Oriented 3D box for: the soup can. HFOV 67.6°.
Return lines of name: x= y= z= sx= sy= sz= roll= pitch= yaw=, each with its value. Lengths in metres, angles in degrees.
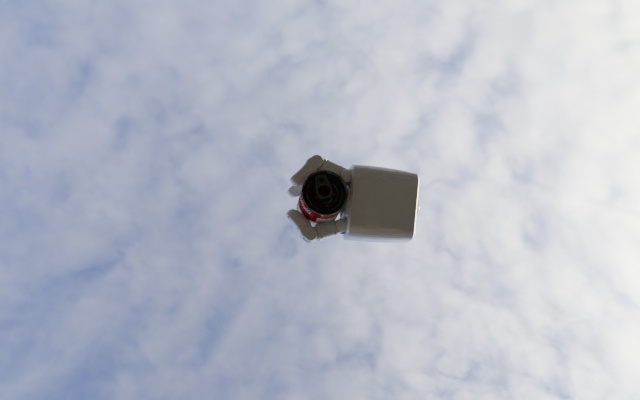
soup can: x=0.000 y=0.003 z=0.733 sx=0.068 sy=0.068 sz=0.102 roll=0 pitch=-16 yaw=-8
